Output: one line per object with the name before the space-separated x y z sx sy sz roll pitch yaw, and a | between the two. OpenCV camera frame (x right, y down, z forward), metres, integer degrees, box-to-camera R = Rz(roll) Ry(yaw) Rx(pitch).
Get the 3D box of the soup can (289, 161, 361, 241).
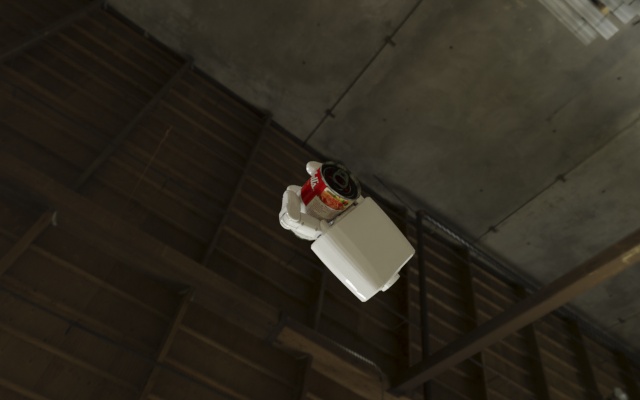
soup can | 0.000 0.002 0.676 0.068 0.068 0.102 0 -37 -45
